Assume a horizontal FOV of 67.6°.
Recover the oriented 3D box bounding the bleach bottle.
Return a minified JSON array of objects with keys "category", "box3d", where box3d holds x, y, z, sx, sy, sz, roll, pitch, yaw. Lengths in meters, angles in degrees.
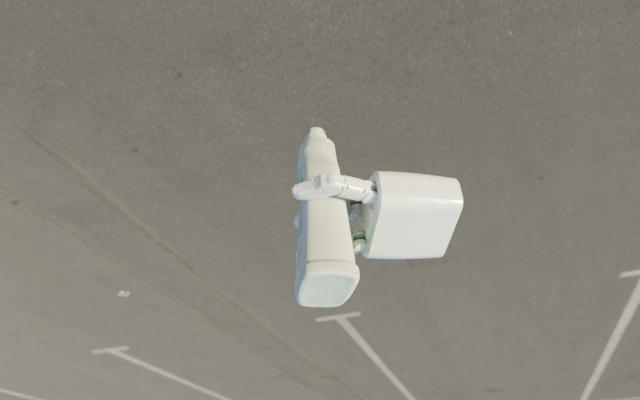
[{"category":"bleach bottle","box3d":[0.000,0.002,0.613,0.068,0.250,0.103,4,-35,-10]}]
